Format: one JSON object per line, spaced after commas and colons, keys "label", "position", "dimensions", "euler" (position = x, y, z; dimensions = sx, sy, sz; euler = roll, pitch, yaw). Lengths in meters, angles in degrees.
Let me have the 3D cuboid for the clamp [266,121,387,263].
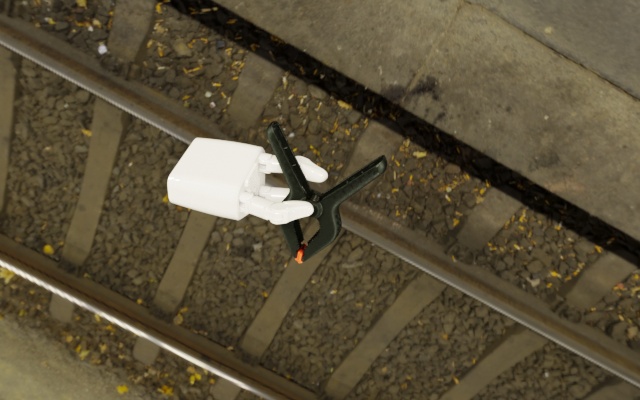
{"label": "clamp", "position": [0.000, 0.003, 0.665], "dimensions": [0.164, 0.210, 0.036], "euler": [13, 32, 12]}
